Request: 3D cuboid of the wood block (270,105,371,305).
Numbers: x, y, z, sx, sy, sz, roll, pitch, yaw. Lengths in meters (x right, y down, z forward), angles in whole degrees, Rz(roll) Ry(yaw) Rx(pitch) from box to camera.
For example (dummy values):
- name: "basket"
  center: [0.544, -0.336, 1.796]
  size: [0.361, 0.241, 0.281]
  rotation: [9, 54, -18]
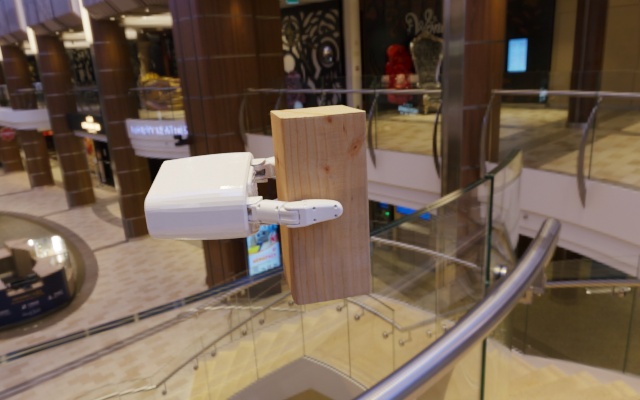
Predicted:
- name: "wood block"
  center: [0.000, 0.002, 0.546]
  size: [0.090, 0.206, 0.090]
  rotation: [-7, 17, -11]
